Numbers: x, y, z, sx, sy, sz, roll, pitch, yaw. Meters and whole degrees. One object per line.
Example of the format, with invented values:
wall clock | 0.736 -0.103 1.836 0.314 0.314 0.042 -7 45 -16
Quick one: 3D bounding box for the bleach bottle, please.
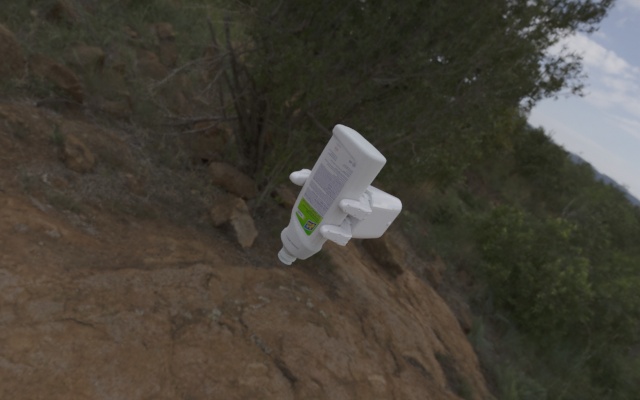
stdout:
bleach bottle | 0.000 0.003 0.810 0.068 0.251 0.102 9 32 -51
